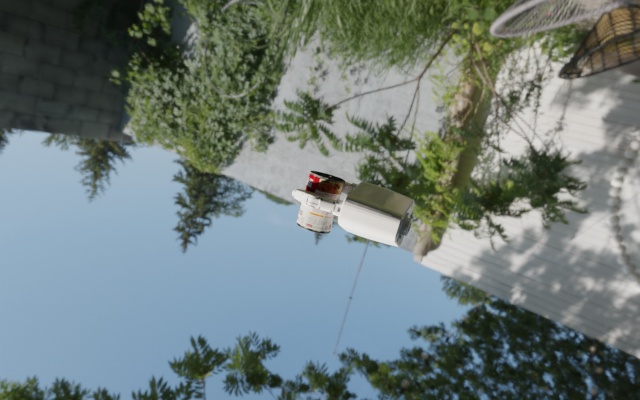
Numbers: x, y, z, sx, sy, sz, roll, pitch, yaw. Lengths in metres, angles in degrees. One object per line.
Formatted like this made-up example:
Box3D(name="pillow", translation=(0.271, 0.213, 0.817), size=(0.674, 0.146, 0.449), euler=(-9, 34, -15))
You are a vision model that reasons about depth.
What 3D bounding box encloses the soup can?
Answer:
Box3D(name="soup can", translation=(0.000, 0.003, 0.884), size=(0.068, 0.102, 0.068), euler=(15, 10, -3))
